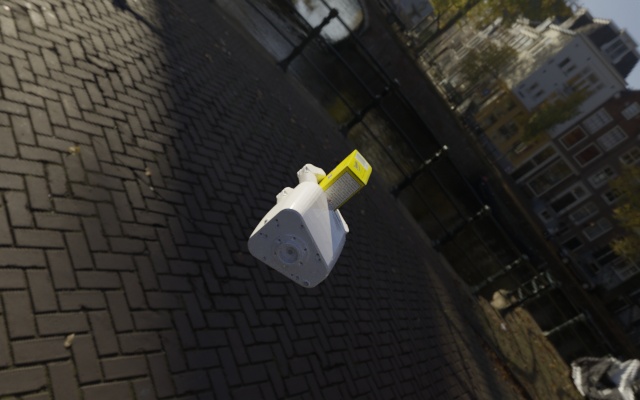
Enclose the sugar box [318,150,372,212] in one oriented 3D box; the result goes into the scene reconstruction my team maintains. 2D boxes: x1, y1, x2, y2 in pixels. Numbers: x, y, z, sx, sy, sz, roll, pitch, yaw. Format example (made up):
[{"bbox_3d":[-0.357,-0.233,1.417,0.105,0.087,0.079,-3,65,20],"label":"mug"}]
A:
[{"bbox_3d":[0.000,0.002,0.746,0.176,0.048,0.093,-40,7,22],"label":"sugar box"}]
